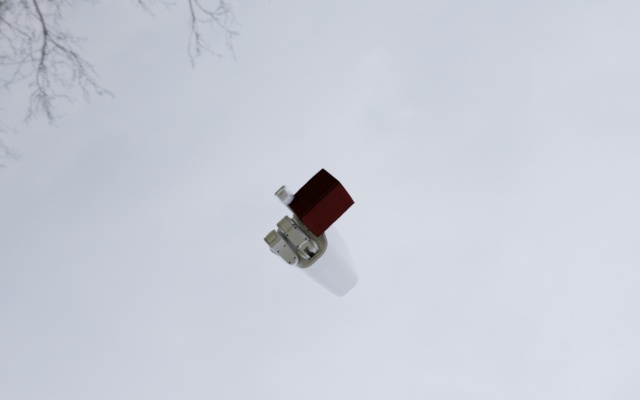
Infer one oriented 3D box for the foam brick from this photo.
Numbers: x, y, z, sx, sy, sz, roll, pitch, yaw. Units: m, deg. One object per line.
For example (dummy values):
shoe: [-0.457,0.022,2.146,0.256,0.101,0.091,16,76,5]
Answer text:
foam brick: [0.000,0.002,0.697,0.051,0.078,0.053,47,-1,-39]
